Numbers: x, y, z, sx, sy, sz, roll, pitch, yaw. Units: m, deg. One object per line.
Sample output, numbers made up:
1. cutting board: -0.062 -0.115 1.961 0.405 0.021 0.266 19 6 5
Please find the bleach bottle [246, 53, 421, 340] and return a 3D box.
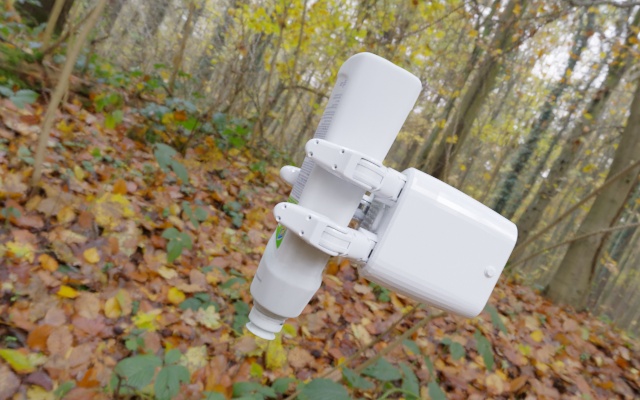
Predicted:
1. bleach bottle: 0.000 0.001 0.424 0.068 0.251 0.102 25 2 -9
